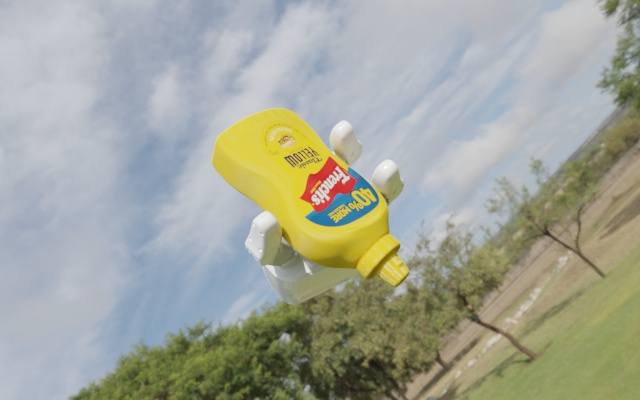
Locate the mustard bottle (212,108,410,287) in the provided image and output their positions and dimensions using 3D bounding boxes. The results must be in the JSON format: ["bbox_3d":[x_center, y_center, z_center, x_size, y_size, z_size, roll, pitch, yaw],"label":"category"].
[{"bbox_3d":[0.000,0.001,0.411,0.096,0.191,0.058,-29,-25,-41],"label":"mustard bottle"}]
